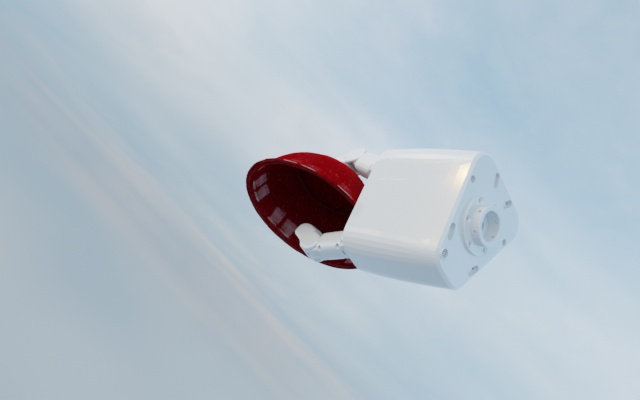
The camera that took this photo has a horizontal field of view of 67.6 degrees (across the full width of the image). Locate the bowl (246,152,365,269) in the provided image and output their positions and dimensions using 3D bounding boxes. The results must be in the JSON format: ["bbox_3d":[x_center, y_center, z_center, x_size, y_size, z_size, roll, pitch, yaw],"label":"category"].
[{"bbox_3d":[-0.001,0.001,0.519,0.162,0.162,0.055,0,43,43],"label":"bowl"}]
